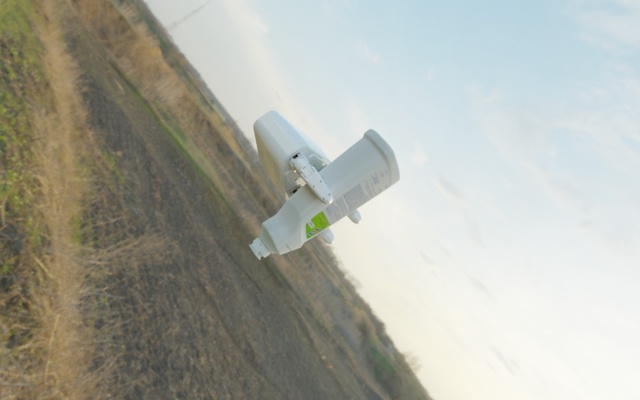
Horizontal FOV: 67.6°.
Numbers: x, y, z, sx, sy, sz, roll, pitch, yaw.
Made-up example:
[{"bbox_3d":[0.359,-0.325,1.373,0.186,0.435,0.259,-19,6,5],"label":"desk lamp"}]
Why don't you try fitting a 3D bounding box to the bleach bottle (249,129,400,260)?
[{"bbox_3d":[0.000,0.002,0.722,0.251,0.068,0.103,-35,-33,-4],"label":"bleach bottle"}]
